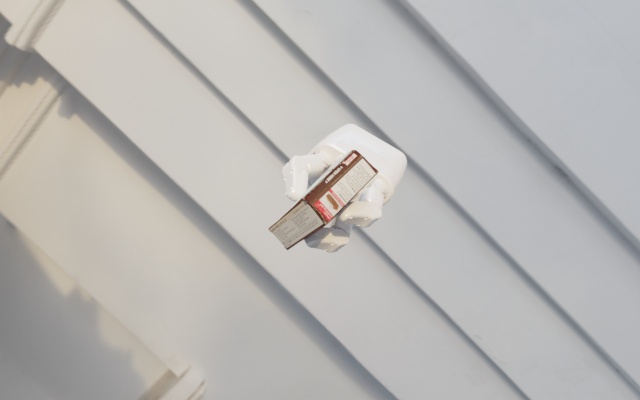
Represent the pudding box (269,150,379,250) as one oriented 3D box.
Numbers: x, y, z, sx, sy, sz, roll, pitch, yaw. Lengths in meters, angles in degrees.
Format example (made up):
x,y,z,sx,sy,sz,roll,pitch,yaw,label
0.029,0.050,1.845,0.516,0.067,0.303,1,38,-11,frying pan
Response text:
x,y,z,sx,sy,sz,roll,pitch,yaw,label
0.000,0.002,0.516,0.090,0.039,0.113,-45,2,-30,pudding box
